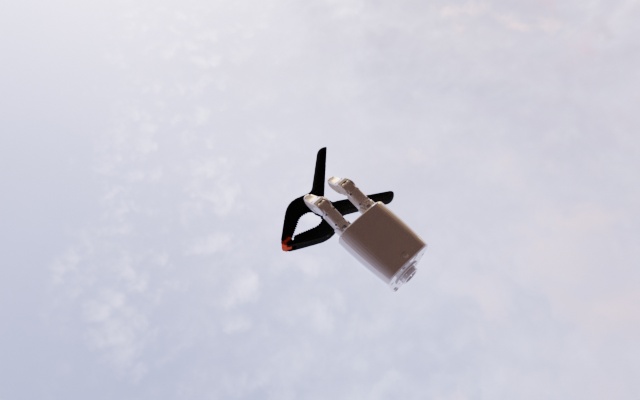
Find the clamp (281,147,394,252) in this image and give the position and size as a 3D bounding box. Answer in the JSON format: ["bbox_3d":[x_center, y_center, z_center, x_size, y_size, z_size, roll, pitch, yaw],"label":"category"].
[{"bbox_3d":[0.000,0.004,0.823,0.210,0.164,0.036,-39,-25,-21],"label":"clamp"}]
